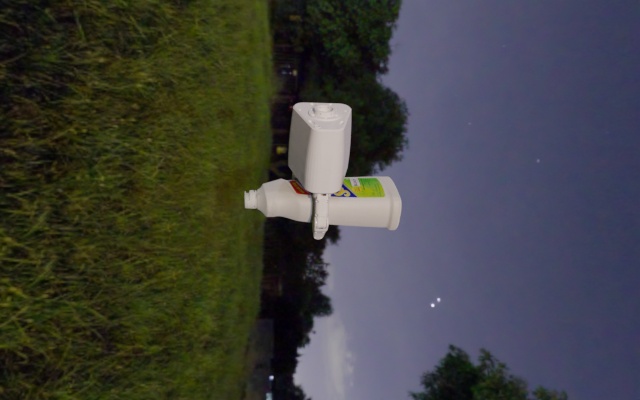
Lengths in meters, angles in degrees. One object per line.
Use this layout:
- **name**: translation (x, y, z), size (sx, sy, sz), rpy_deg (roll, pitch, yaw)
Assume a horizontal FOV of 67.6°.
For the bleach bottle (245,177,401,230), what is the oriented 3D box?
- **bleach bottle**: translation (0.000, 0.003, 0.799), size (0.251, 0.068, 0.102), rpy_deg (0, 32, -7)
